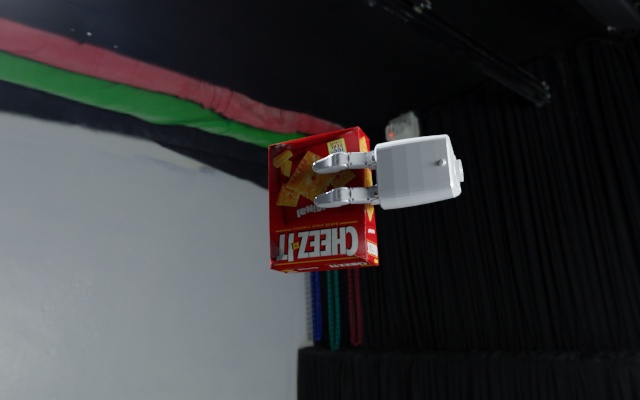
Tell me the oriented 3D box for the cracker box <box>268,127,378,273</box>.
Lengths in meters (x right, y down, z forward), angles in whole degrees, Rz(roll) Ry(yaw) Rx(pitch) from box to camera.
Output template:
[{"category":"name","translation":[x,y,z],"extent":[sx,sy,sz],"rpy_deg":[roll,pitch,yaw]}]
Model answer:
[{"category":"cracker box","translation":[0.000,0.002,0.771],"extent":[0.164,0.213,0.072],"rpy_deg":[-8,-16,21]}]
